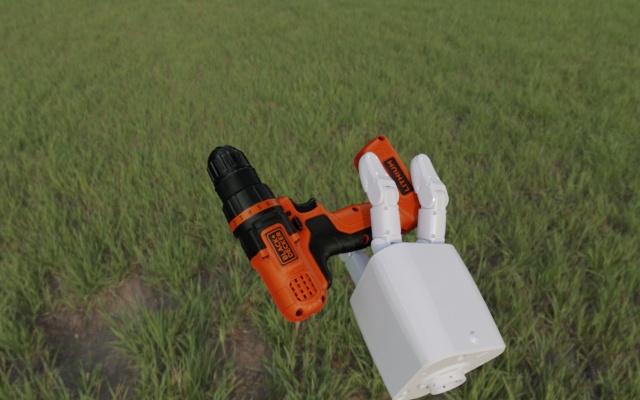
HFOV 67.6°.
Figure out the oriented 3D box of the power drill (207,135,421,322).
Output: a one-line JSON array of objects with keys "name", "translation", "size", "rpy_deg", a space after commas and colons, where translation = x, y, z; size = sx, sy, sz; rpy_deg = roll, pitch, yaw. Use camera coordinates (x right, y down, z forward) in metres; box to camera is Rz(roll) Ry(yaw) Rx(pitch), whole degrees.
[{"name": "power drill", "translation": [0.001, 0.002, 0.481], "size": [0.187, 0.184, 0.057], "rpy_deg": [-25, -10, -23]}]
